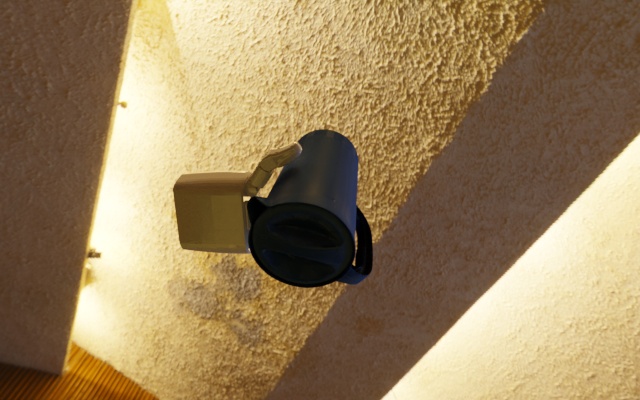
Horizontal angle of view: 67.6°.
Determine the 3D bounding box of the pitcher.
[{"bbox_3d":[0.000,0.002,0.677,0.145,0.149,0.242,-2,33,11],"label":"pitcher"}]
